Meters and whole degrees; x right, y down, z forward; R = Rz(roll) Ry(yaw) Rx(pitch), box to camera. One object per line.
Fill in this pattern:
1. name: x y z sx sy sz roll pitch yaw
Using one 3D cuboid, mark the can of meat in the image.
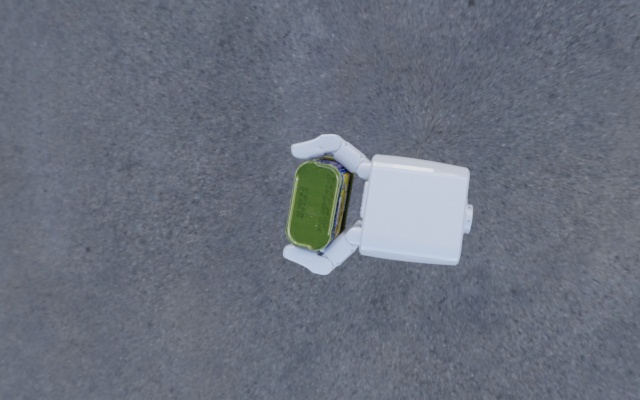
1. can of meat: 0.000 0.002 0.550 0.057 0.102 0.084 11 9 10
